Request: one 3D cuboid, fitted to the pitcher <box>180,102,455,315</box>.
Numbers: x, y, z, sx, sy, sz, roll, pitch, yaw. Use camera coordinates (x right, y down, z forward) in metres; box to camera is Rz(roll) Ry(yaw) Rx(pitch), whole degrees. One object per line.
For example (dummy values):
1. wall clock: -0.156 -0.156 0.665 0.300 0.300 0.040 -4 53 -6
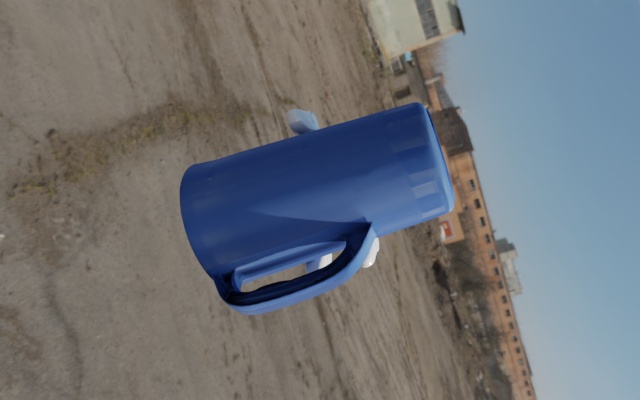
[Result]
1. pitcher: 0.000 0.001 0.462 0.243 0.149 0.145 -17 6 13
